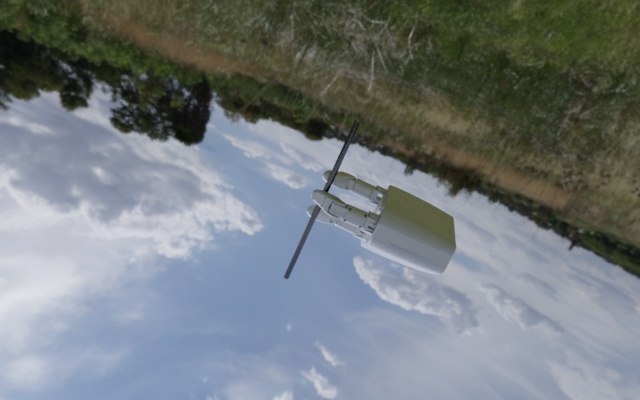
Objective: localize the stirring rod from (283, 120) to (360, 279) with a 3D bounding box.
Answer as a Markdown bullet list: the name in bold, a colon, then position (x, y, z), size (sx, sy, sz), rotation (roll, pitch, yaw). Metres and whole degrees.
- **stirring rod**: position (0.000, 0.002, 0.655), size (0.011, 0.239, 0.011), rotation (24, 11, -5)
